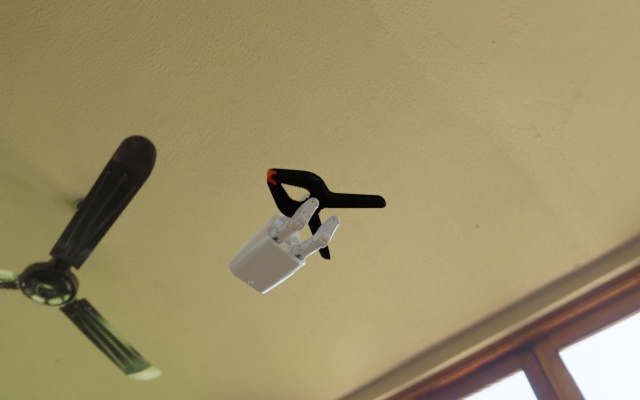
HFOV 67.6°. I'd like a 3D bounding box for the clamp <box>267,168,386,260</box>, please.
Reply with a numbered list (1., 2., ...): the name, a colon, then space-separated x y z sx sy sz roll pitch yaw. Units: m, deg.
1. clamp: 0.000 0.002 0.833 0.210 0.164 0.036 40 21 -26
